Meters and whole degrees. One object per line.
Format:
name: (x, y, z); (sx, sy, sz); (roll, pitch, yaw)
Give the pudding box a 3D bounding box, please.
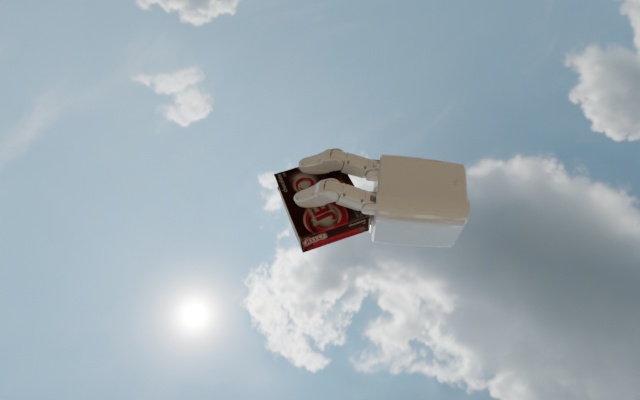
pudding box: (0.000, 0.002, 0.606); (0.090, 0.113, 0.039); (-18, -40, -10)
